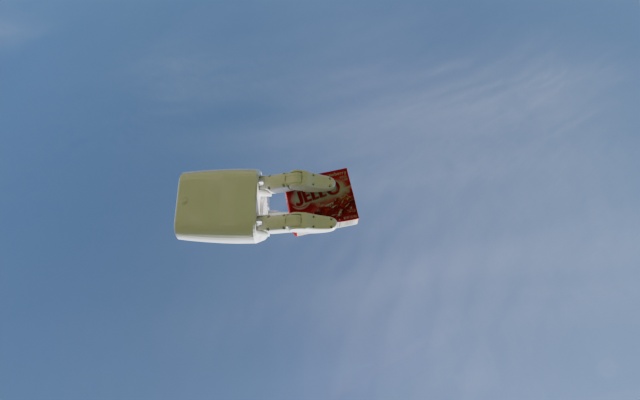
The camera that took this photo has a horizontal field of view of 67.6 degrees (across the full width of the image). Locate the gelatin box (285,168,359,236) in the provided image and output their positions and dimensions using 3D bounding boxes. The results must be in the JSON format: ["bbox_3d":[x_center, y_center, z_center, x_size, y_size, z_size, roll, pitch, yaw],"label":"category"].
[{"bbox_3d":[0.000,0.002,0.635,0.089,0.073,0.030,-11,-18,-5],"label":"gelatin box"}]
